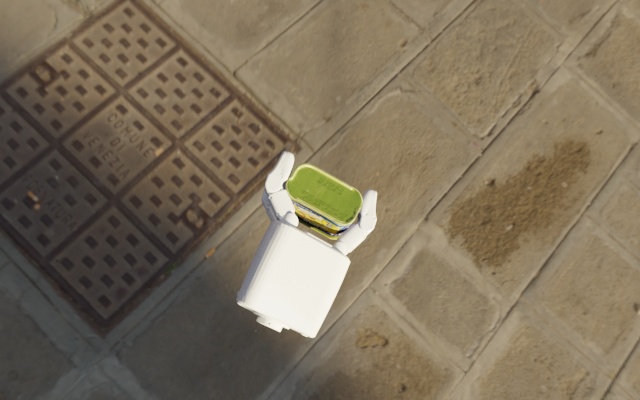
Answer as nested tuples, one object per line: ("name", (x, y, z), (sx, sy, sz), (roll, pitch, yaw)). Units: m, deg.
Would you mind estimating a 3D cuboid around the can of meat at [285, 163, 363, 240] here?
("can of meat", (0.000, 0.002, 0.624), (0.102, 0.057, 0.084), (28, -16, 1))
